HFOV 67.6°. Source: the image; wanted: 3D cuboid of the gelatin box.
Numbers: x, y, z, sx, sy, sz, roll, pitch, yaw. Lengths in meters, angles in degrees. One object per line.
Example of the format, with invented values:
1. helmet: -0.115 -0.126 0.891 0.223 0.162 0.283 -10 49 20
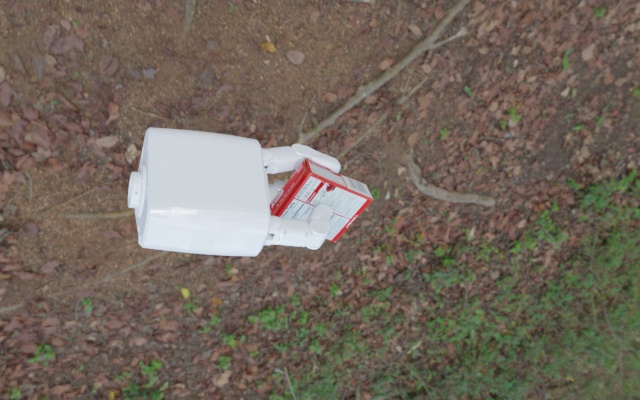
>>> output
1. gelatin box: 0.000 0.002 0.523 0.089 0.073 0.030 21 32 -31
